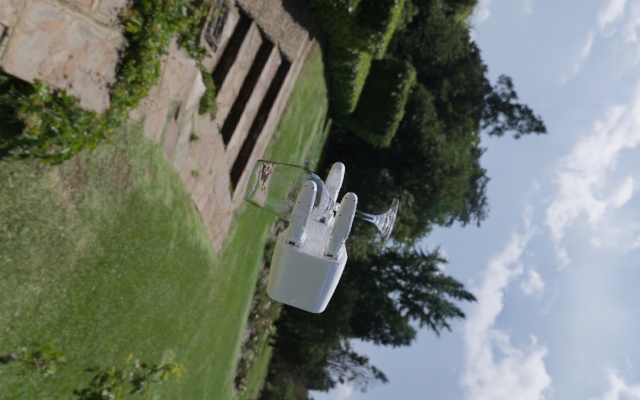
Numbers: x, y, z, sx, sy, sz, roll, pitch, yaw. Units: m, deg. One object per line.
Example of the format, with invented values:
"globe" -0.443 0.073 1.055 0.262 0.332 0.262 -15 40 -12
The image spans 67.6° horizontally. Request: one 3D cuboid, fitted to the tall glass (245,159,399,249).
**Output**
"tall glass" 0.001 0.002 0.661 0.201 0.079 0.079 18 0 1
